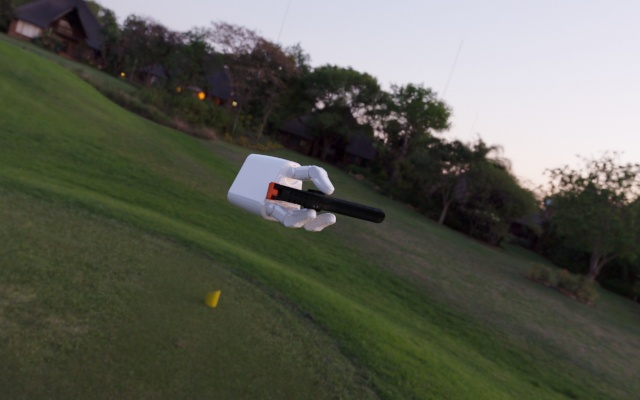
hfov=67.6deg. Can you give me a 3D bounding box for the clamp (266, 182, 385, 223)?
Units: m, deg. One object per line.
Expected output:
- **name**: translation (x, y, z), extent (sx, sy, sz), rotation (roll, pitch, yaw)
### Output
- **clamp**: translation (0.000, 0.002, 0.815), extent (0.164, 0.036, 0.210), rotation (13, 0, 40)
